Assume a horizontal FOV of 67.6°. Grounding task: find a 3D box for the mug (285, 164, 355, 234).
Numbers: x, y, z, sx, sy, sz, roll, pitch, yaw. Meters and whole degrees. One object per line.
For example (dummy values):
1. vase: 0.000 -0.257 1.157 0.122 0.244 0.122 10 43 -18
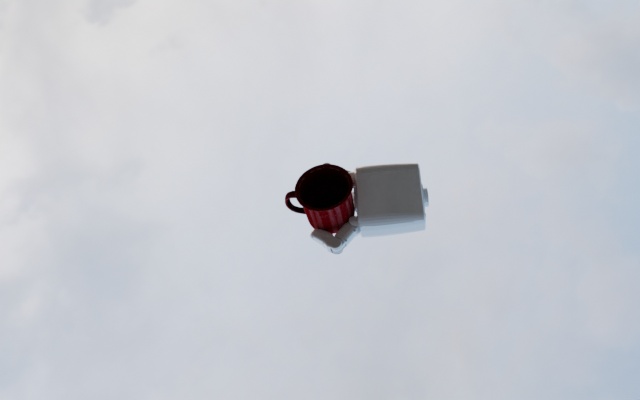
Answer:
1. mug: -0.001 0.003 0.779 0.117 0.093 0.082 -5 -36 9
